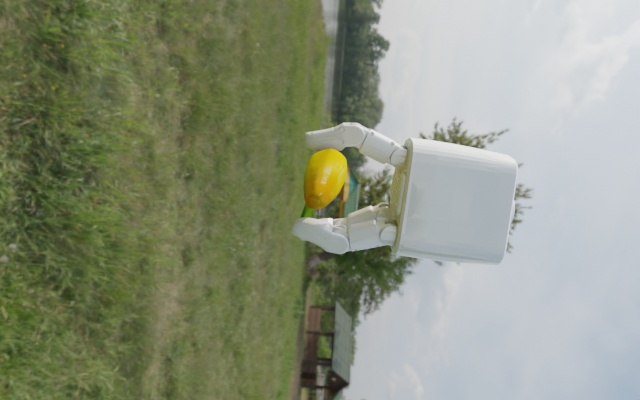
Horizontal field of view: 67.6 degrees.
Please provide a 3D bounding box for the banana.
[{"bbox_3d":[0.004,-0.016,0.457,0.037,0.069,0.198,12,-7,0],"label":"banana"}]
